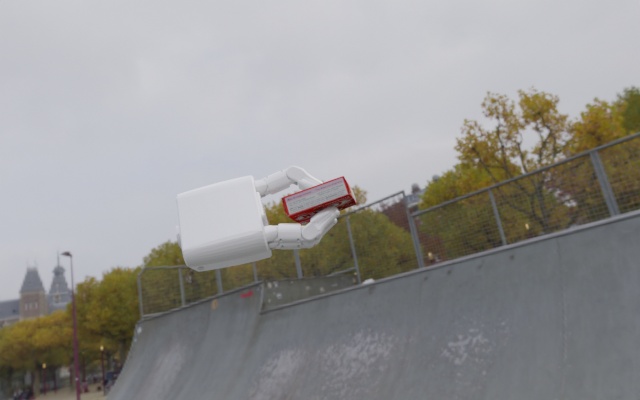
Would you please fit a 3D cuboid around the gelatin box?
[{"bbox_3d":[0.000,0.002,0.643,0.089,0.030,0.073,-20,-14,7],"label":"gelatin box"}]
